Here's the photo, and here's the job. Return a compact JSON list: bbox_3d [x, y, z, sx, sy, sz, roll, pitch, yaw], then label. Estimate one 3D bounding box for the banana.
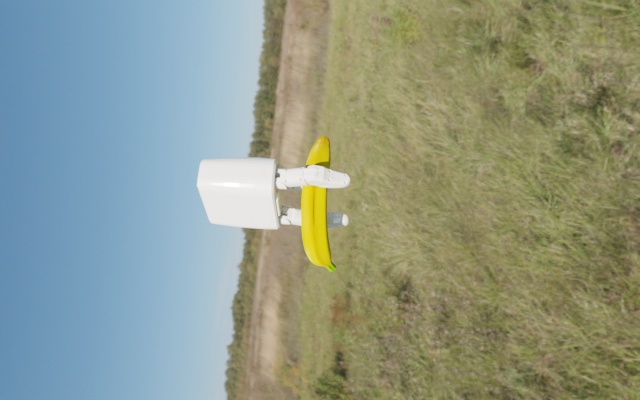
[{"bbox_3d":[-0.004,0.006,0.670,0.037,0.198,0.069,-1,2,14],"label":"banana"}]
